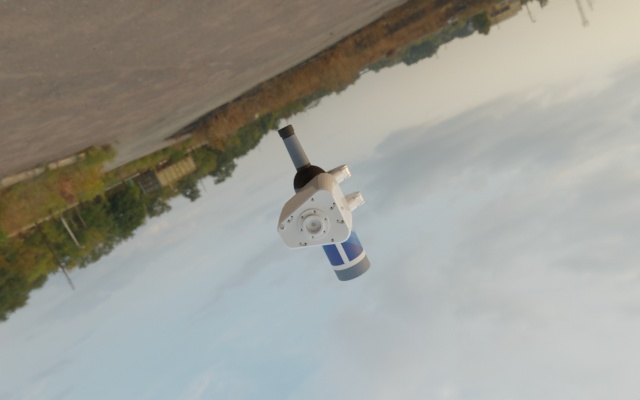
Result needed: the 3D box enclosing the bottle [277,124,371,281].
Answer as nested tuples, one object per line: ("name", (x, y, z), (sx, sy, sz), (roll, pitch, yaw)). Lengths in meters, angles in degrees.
("bottle", (0.000, 0.003, 0.858), (0.069, 0.296, 0.069), (-25, 12, 6))
